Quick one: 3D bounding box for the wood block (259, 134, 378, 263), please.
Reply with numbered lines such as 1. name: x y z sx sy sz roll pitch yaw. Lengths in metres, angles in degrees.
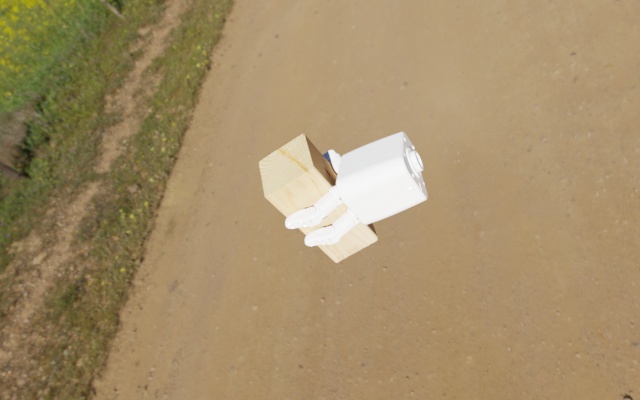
1. wood block: 0.000 0.002 0.785 0.090 0.090 0.206 -31 -48 14
